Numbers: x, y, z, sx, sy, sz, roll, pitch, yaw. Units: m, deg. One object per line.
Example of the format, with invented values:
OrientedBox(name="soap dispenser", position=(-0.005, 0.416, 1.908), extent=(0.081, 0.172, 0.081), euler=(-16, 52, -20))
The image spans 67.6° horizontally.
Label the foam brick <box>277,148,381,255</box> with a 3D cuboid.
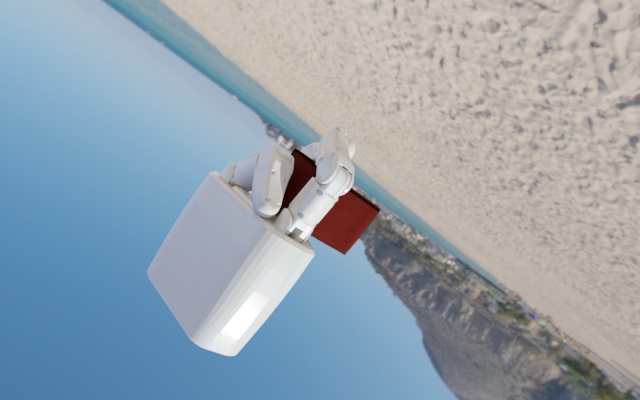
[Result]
OrientedBox(name="foam brick", position=(0.000, 0.001, 0.410), extent=(0.078, 0.051, 0.053), euler=(33, 4, -35))
